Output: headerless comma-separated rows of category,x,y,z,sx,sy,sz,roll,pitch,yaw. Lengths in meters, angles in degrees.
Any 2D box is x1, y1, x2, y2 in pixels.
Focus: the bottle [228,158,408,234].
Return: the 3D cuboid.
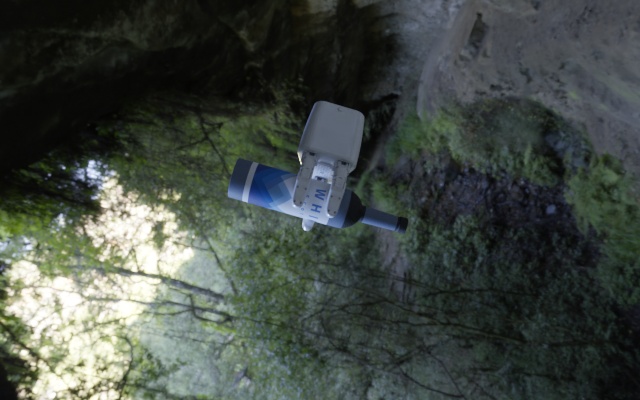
bottle,0.000,0.003,0.786,0.296,0.069,0.069,16,-1,-3
